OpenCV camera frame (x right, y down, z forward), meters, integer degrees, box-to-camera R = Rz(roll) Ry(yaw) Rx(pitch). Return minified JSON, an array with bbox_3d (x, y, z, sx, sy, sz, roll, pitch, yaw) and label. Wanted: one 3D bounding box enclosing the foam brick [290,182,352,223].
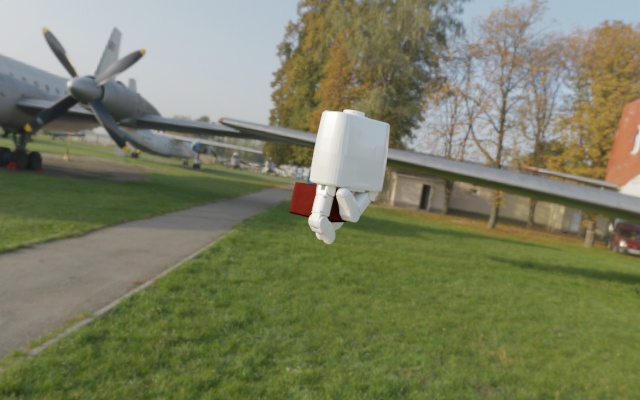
[{"bbox_3d":[0.000,0.002,0.746,0.078,0.051,0.053,12,5,36],"label":"foam brick"}]
